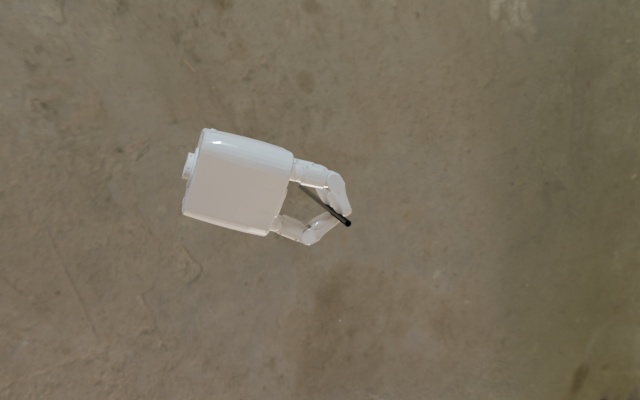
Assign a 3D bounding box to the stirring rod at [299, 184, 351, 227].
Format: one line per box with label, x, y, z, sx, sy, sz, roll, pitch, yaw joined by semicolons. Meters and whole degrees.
stirring rod;0.000;0.002;0.672;0.011;0.011;0.239;0;12;-16
